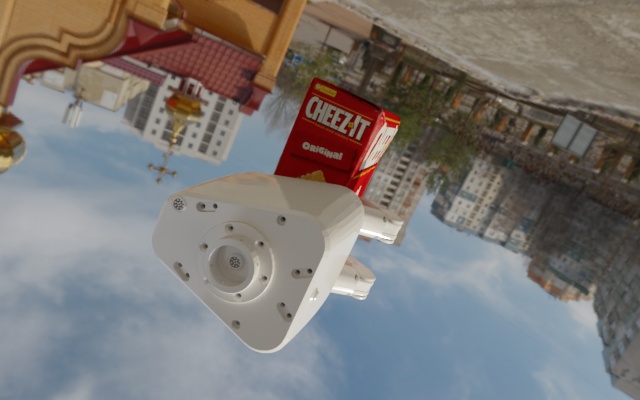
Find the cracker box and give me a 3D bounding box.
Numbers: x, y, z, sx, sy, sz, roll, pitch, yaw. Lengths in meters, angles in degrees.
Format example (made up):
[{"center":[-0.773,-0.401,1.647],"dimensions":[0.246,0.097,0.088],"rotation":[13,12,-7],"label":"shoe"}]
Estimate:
[{"center":[0.000,0.002,0.466],"dimensions":[0.072,0.214,0.164],"rotation":[26,13,9],"label":"cracker box"}]
